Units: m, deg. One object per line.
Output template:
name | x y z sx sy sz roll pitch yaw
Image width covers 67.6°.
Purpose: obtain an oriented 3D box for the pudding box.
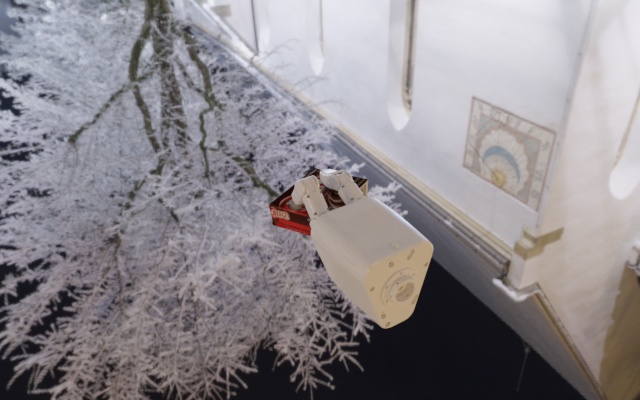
pudding box | 0.000 0.002 0.641 0.090 0.039 0.113 15 35 29
